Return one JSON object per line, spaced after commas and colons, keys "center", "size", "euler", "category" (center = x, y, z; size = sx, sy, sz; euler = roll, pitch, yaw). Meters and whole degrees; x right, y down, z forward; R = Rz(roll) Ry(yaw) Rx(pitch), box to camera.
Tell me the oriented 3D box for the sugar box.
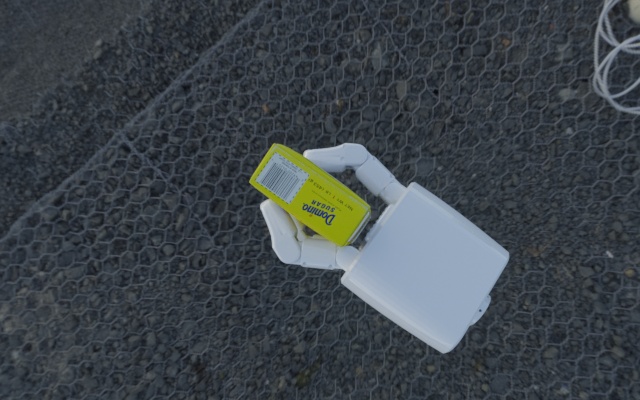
{"center": [0.000, 0.002, 0.453], "size": [0.093, 0.048, 0.176], "euler": [36, -2, 8], "category": "sugar box"}
